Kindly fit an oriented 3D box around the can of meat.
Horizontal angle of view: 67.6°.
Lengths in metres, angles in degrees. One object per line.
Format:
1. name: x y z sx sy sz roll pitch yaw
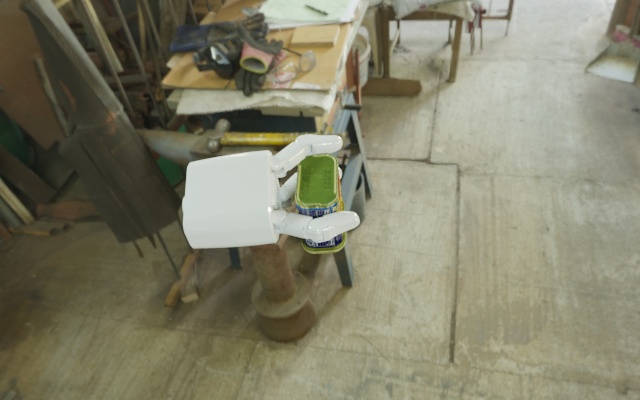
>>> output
1. can of meat: 0.000 0.002 0.611 0.057 0.084 0.102 -4 44 5
